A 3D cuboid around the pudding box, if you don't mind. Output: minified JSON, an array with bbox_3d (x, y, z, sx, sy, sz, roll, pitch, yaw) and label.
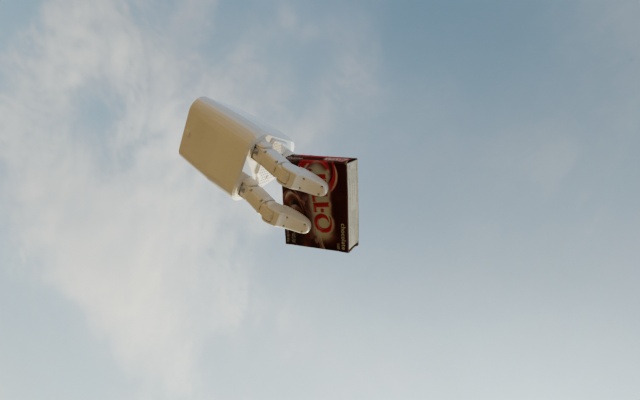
[{"bbox_3d":[0.000,0.002,0.585,0.090,0.113,0.039,6,18,29],"label":"pudding box"}]
